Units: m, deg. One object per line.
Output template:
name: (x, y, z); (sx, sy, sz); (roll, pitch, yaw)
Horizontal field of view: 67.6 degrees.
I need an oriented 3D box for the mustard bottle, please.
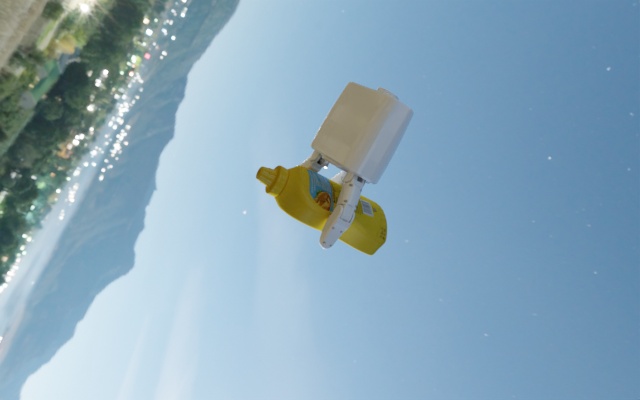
mustard bottle: (0.000, 0.002, 0.648); (0.192, 0.058, 0.096); (27, 32, -24)
